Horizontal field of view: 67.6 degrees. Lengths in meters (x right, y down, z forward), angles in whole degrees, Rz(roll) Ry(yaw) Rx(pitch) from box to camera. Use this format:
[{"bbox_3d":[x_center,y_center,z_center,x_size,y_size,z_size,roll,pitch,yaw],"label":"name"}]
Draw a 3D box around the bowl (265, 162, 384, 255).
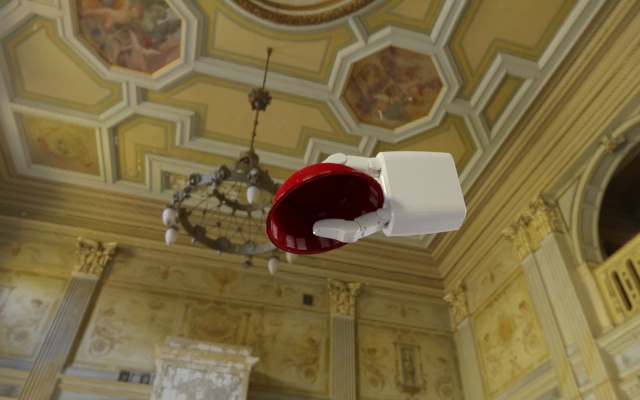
[{"bbox_3d":[-0.001,0.002,0.636,0.162,0.055,0.162,-13,-40,-11],"label":"bowl"}]
